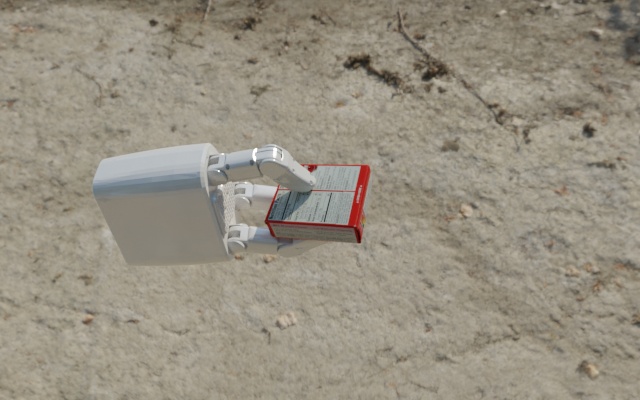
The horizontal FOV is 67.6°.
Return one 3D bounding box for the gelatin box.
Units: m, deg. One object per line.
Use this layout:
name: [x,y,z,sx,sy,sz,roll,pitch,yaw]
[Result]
gelatin box: [0.000,0.001,0.452,0.089,0.073,0.030,2,-38,18]
